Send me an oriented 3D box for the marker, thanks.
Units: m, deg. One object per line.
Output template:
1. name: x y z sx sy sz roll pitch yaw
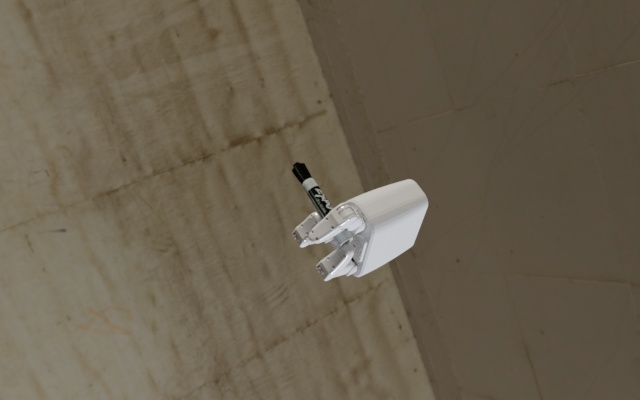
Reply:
1. marker: 0.000 0.002 0.585 0.020 0.121 0.020 -29 -19 -11
